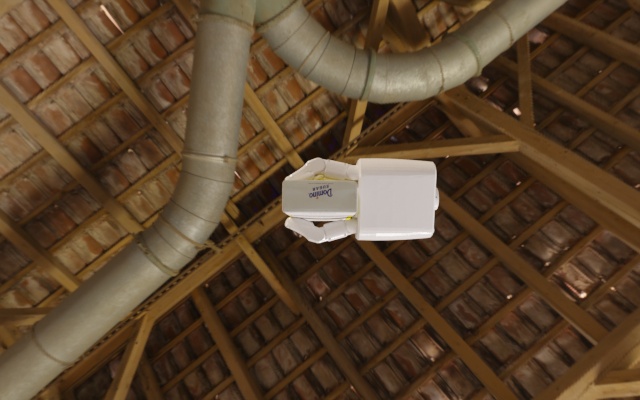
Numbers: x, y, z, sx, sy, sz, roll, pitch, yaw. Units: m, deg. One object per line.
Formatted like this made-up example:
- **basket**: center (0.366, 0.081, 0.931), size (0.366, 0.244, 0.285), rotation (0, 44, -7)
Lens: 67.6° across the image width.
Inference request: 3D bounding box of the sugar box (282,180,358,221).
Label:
- **sugar box**: center (0.000, 0.002, 0.659), size (0.093, 0.048, 0.176), rotation (0, -7, 0)
